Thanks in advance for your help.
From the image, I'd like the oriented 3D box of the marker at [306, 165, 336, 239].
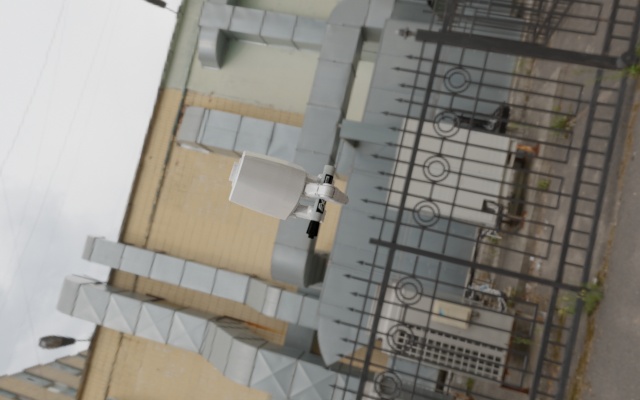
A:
[{"bbox_3d":[0.000,0.003,0.764,0.020,0.121,0.020,15,-10,3],"label":"marker"}]
